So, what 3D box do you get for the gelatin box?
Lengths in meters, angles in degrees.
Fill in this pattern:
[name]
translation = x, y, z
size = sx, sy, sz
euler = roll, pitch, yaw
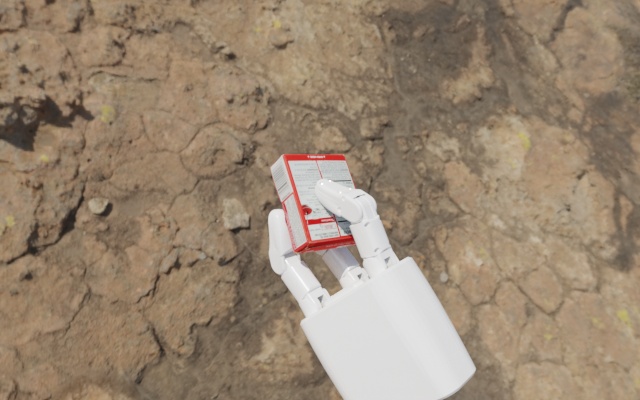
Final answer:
[gelatin box]
translation = 0.000, 0.001, 0.444
size = 0.073, 0.089, 0.030
euler = -4, -21, -37
